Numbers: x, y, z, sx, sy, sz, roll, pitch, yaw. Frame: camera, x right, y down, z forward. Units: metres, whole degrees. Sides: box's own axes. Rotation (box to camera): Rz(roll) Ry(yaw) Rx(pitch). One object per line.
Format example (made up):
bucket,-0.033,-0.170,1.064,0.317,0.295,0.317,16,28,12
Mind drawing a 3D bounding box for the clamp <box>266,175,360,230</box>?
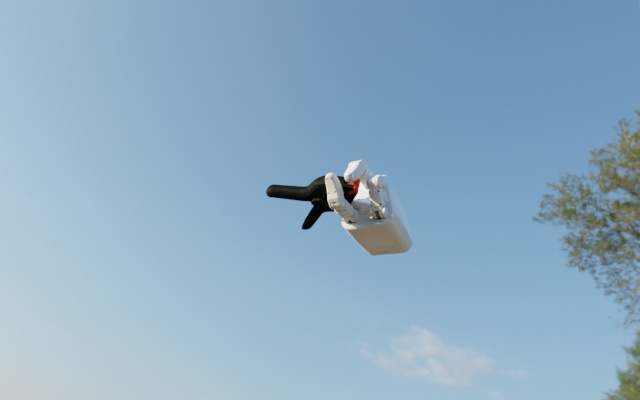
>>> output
clamp,0.000,0.002,0.853,0.171,0.039,0.120,-9,-39,29
